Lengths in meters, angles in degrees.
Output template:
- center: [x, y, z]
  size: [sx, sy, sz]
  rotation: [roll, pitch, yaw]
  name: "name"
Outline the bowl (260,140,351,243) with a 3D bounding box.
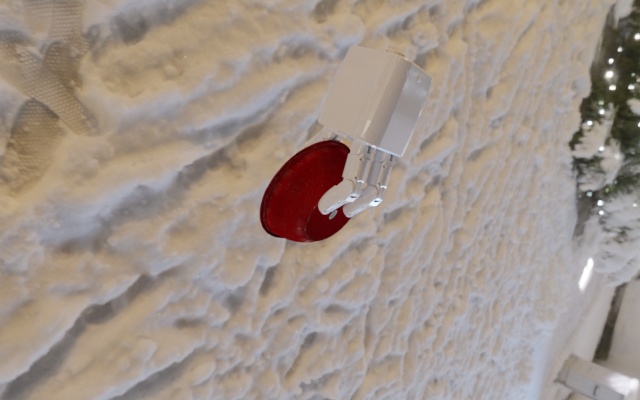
- center: [0.000, 0.003, 0.639]
  size: [0.162, 0.162, 0.055]
  rotation: [0, 35, -49]
  name: "bowl"
